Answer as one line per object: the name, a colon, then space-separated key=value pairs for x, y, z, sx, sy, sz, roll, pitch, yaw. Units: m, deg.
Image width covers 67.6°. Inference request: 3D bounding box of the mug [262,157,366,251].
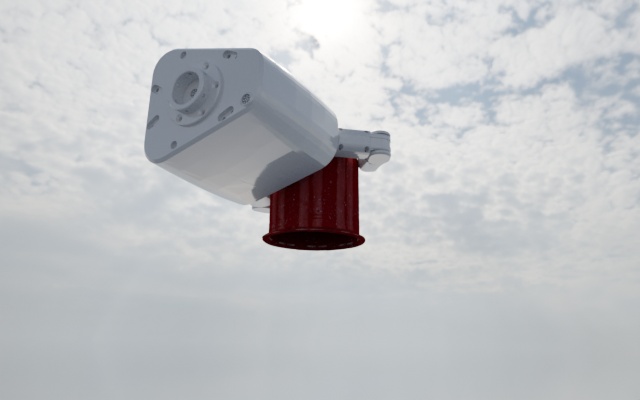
mug: x=0.001 y=0.002 z=0.451 sx=0.093 sy=0.081 sz=0.117 roll=-7 pitch=-18 yaw=26
